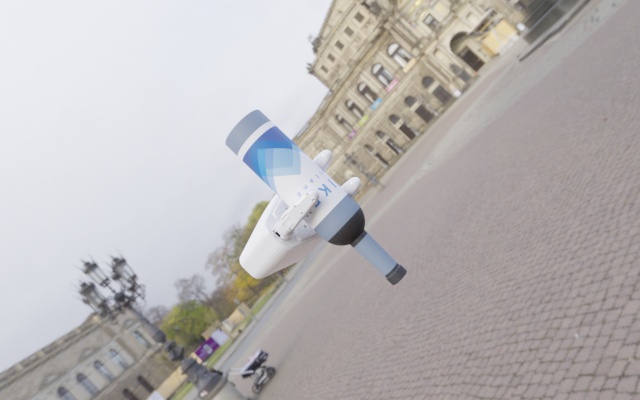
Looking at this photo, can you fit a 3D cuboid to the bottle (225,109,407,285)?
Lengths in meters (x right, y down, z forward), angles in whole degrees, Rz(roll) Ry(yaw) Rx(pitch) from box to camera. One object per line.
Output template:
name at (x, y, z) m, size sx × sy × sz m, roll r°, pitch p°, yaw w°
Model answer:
bottle at (0.000, 0.002, 0.643) m, size 0.295 × 0.069 × 0.069 m, roll 44°, pitch 2°, yaw 2°
